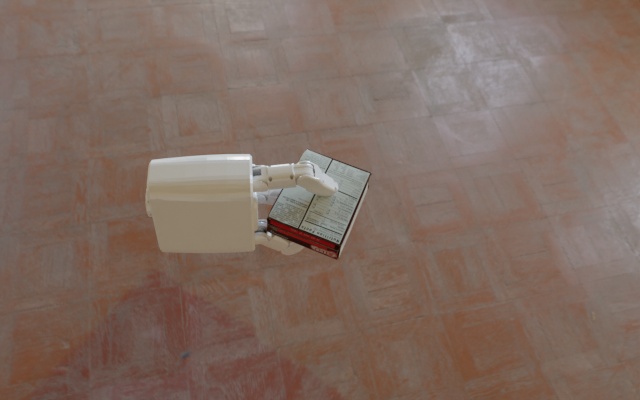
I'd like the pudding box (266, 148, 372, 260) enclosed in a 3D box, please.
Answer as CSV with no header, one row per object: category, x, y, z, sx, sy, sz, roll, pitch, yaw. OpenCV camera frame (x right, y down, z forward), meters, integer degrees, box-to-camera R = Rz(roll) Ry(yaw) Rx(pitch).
pudding box,0.000,0.002,0.556,0.090,0.113,0.039,22,-30,7
